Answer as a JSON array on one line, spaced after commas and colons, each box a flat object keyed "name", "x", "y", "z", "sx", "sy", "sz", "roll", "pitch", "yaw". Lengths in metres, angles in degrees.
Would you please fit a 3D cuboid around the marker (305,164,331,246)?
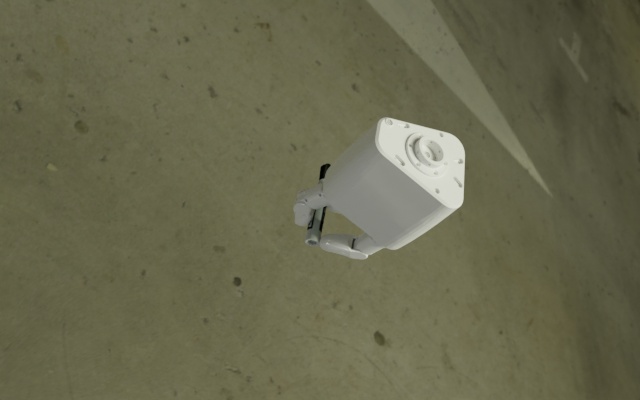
[{"name": "marker", "x": 0.000, "y": 0.002, "z": 0.612, "sx": 0.020, "sy": 0.121, "sz": 0.020, "roll": 8, "pitch": -33, "yaw": 6}]
